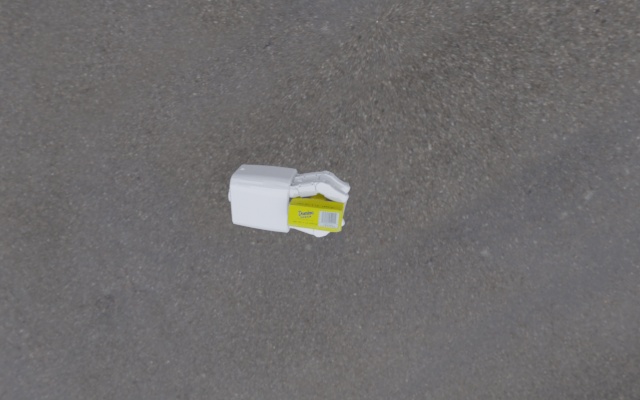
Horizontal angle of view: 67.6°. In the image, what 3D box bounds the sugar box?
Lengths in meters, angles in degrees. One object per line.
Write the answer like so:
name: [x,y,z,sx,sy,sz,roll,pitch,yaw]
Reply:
sugar box: [0.000,0.002,0.880,0.093,0.048,0.176,7,21,4]
